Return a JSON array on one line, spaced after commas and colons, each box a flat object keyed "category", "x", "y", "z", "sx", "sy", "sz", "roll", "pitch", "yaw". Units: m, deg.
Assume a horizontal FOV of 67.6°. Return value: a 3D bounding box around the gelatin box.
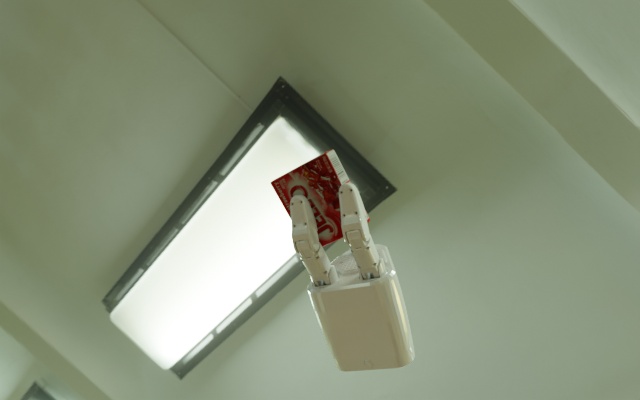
[{"category": "gelatin box", "x": 0.000, "y": 0.001, "z": 0.510, "sx": 0.073, "sy": 0.089, "sz": 0.030, "roll": -26, "pitch": 4, "yaw": 24}]
